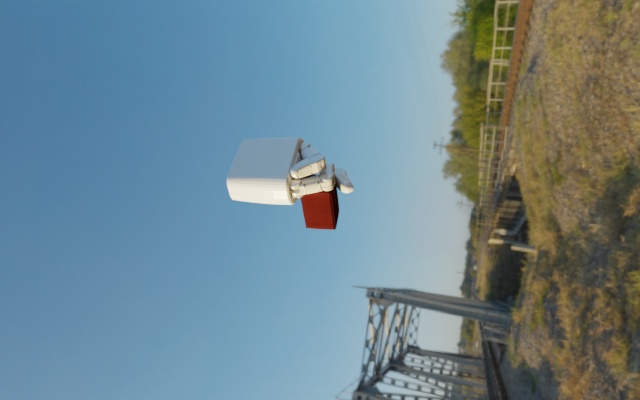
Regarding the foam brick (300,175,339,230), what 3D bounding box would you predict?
[{"bbox_3d":[0.000,0.003,0.796,0.051,0.078,0.053,0,35,12],"label":"foam brick"}]
